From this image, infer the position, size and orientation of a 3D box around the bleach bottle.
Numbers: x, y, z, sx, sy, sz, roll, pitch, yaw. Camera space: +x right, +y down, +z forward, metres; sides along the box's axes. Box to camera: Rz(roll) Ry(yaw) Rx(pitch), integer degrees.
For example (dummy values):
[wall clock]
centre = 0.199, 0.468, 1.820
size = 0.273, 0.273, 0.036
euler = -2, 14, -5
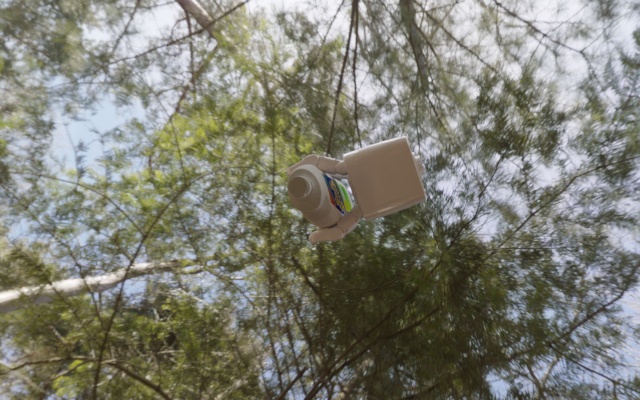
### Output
[bleach bottle]
centre = 0.000, 0.002, 0.777
size = 0.068, 0.102, 0.251
euler = -18, -10, 11
